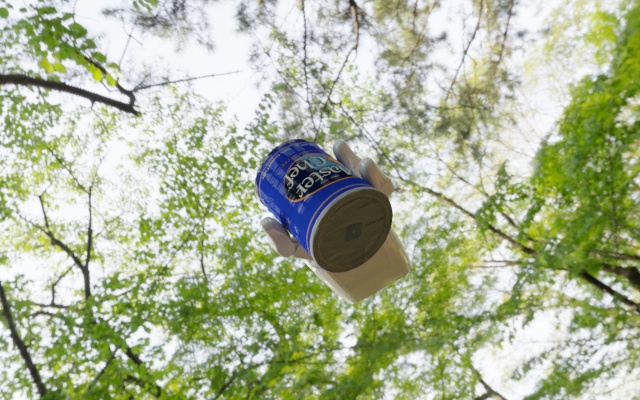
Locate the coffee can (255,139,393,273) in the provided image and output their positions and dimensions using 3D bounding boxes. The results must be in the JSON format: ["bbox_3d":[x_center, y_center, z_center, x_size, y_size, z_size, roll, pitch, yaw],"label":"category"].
[{"bbox_3d":[0.000,0.002,0.551,0.103,0.103,0.140,0,28,-36],"label":"coffee can"}]
